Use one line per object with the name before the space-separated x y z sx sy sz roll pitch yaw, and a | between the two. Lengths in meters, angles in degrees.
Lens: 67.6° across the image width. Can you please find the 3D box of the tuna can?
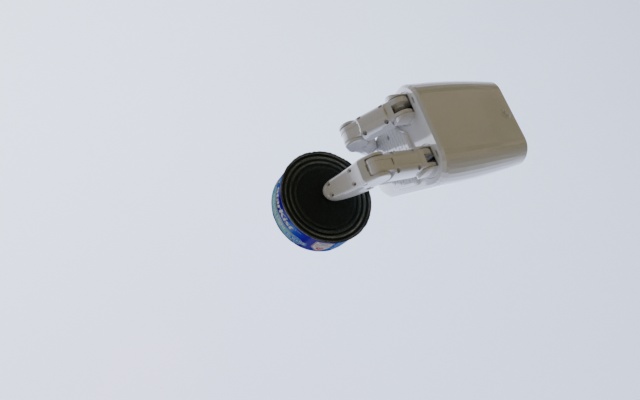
tuna can | 0.000 0.002 0.427 0.086 0.086 0.034 0 -21 -24
